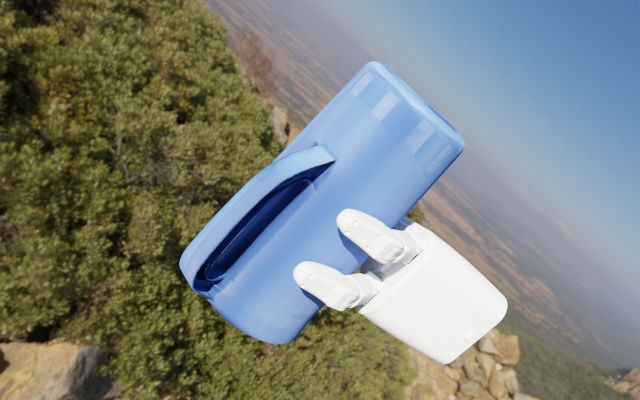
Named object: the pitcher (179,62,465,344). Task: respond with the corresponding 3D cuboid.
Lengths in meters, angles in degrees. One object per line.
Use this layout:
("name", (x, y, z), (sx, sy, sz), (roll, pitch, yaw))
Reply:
("pitcher", (0.000, 0.001, 0.417), (0.145, 0.243, 0.149), (37, 17, -16))
